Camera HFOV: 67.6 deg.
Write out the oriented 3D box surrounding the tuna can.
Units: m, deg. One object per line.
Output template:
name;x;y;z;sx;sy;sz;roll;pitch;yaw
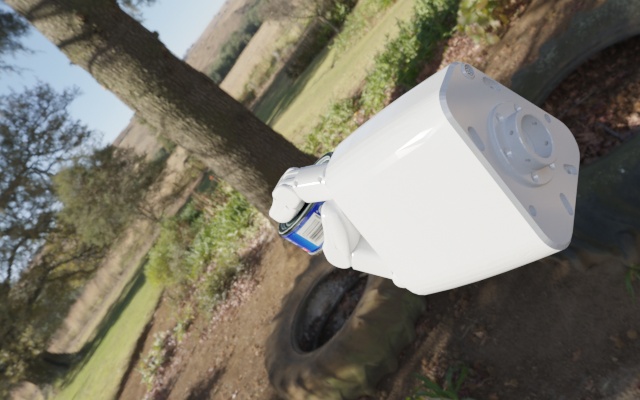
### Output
tuna can;0.000;0.001;0.409;0.034;0.086;0.086;32;-9;-14
